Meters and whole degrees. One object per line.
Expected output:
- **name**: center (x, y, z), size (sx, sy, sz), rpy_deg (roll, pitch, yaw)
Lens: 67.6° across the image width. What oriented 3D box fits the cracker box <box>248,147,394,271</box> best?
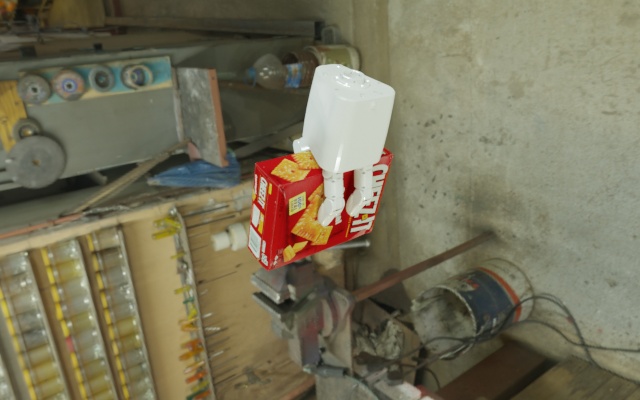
- **cracker box**: center (0.000, 0.002, 0.738), size (0.213, 0.164, 0.072), rpy_deg (-17, 45, -33)
